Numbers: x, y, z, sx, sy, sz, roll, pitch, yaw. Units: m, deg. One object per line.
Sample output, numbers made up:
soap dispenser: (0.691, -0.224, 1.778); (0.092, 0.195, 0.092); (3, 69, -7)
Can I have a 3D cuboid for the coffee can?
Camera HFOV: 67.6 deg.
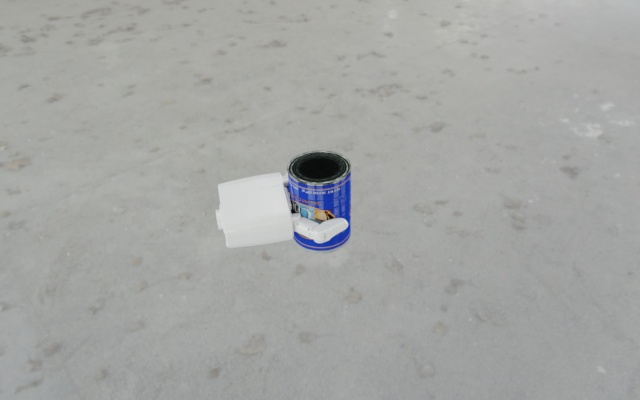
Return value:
coffee can: (0.000, 0.003, 0.790); (0.103, 0.140, 0.102); (-1, 36, 1)
